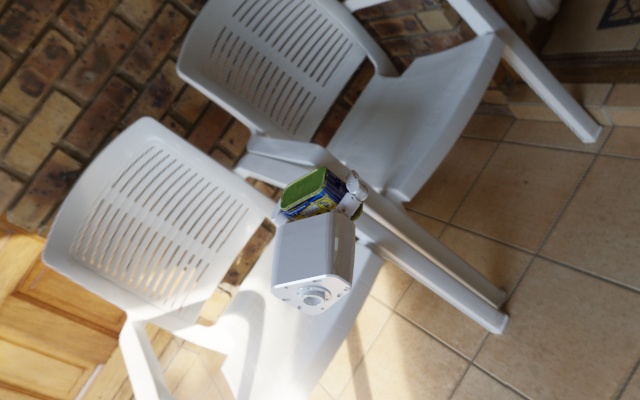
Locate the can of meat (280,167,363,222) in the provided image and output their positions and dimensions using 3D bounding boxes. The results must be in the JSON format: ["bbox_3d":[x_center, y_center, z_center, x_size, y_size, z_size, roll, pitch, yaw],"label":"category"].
[{"bbox_3d":[0.000,0.002,0.733,0.102,0.057,0.084,-28,-51,35],"label":"can of meat"}]
